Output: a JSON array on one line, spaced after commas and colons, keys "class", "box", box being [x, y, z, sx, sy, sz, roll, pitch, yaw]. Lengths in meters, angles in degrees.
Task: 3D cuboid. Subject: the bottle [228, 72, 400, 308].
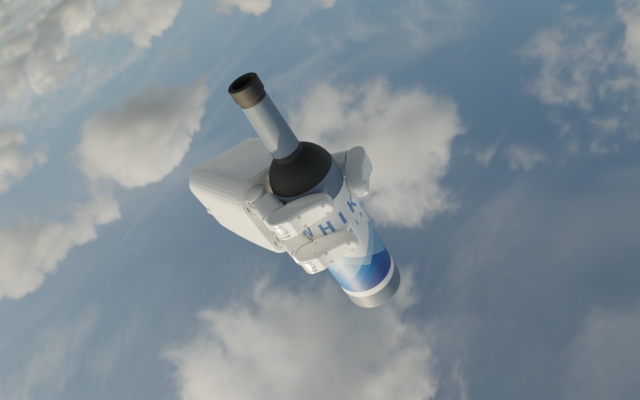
[{"class": "bottle", "box": [0.000, 0.002, 0.475, 0.069, 0.069, 0.296, 0, -41, 35]}]
